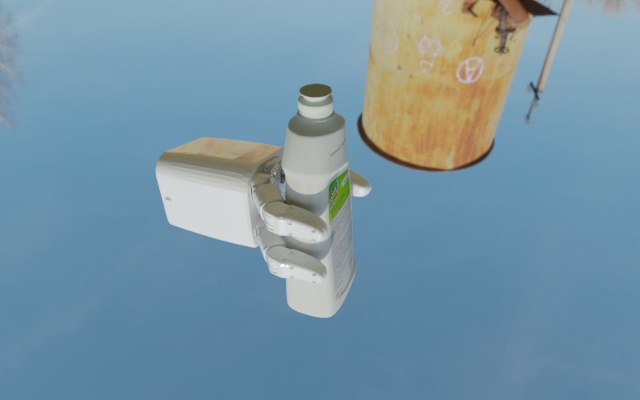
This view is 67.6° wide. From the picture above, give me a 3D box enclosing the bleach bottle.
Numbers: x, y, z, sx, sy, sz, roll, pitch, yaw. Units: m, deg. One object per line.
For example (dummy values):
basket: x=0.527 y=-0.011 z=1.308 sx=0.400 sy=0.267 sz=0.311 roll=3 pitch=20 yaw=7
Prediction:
bleach bottle: x=0.000 y=0.002 z=0.486 sx=0.068 sy=0.251 sz=0.102 roll=11 pitch=39 yaw=15
